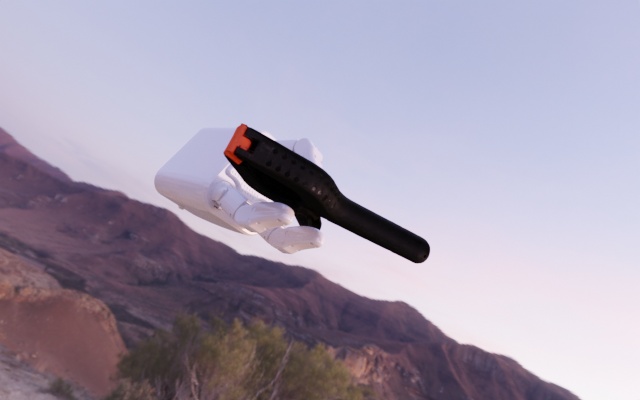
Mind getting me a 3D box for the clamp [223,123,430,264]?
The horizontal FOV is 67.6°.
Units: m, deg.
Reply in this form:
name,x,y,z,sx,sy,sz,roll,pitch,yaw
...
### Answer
name,x,y,z,sx,sy,sz,roll,pitch,yaw
clamp,0.000,0.000,0.444,0.164,0.036,0.210,9,-22,39
